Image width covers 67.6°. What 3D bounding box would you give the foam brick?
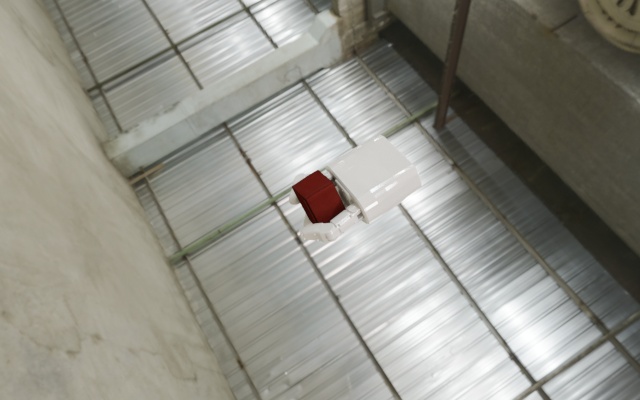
[{"bbox_3d":[0.000,0.002,0.733,0.051,0.078,0.053,-34,37,-8],"label":"foam brick"}]
